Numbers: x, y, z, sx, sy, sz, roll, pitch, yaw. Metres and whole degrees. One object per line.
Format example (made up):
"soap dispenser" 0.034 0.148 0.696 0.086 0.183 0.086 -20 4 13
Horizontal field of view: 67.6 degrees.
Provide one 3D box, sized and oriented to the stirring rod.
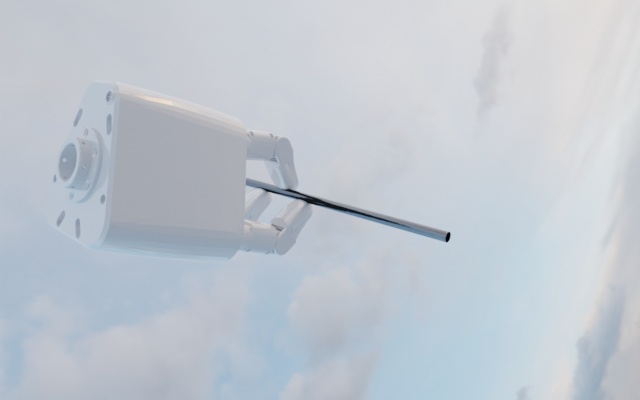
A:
"stirring rod" 0.000 0.001 0.412 0.239 0.011 0.011 15 10 39
